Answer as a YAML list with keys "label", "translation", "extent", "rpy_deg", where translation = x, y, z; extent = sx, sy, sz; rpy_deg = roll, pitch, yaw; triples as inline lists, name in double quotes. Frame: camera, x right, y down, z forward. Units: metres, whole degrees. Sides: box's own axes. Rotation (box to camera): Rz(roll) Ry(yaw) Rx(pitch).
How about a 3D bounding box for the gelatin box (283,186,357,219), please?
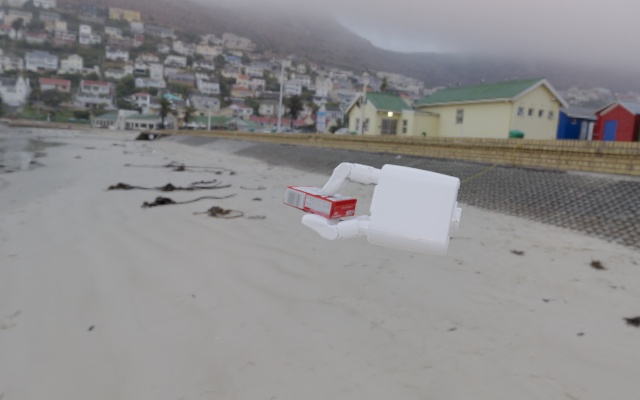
- label: "gelatin box"
  translation: [0.000, 0.002, 0.731]
  extent: [0.089, 0.030, 0.073]
  rpy_deg: [18, 12, 29]
